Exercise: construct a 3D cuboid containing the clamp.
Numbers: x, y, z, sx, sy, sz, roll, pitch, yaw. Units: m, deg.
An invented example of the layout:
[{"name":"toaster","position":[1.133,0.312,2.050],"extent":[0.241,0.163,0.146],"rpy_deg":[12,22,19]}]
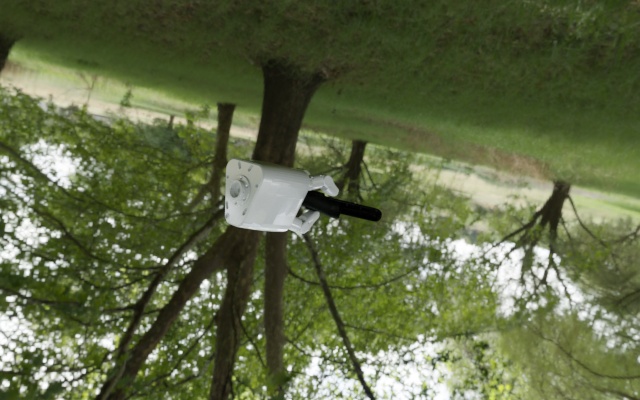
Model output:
[{"name":"clamp","position":[-0.001,0.004,0.880],"extent":[0.210,0.036,0.164],"rpy_deg":[17,4,39]}]
